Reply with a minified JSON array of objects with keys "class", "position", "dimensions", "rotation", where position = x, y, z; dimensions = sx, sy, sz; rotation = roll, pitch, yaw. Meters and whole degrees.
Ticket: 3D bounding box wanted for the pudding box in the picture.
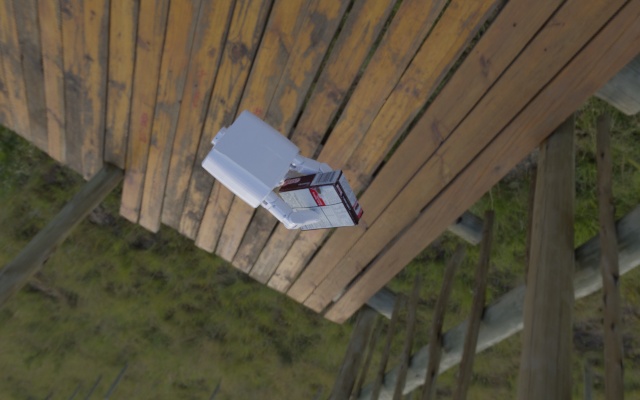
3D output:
[{"class":"pudding box","position":[0.000,0.003,0.771],"dimensions":[0.113,0.090,0.039],"rotation":[-6,38,35]}]
